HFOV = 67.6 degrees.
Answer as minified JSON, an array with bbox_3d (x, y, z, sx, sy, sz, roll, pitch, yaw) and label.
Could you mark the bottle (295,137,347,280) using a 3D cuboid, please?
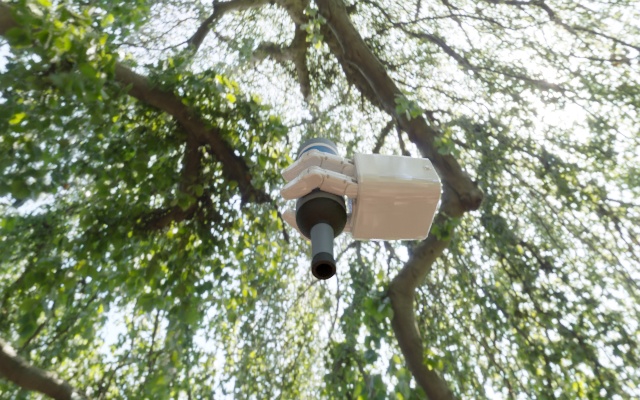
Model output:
[{"bbox_3d":[0.000,0.002,0.641,0.069,0.069,0.295,0,30,-2],"label":"bottle"}]
